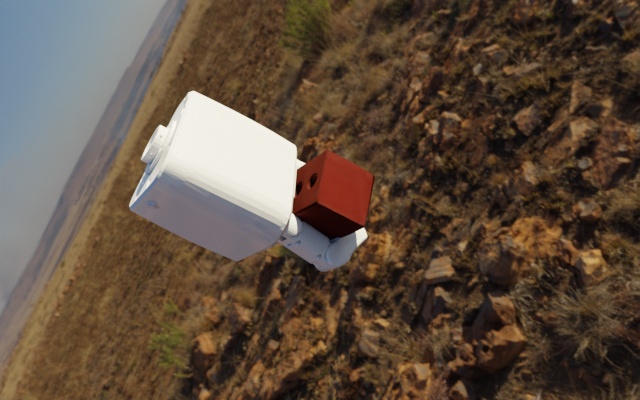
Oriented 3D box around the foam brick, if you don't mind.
[{"bbox_3d":[0.000,0.001,0.416,0.051,0.053,0.078,29,-33,-25],"label":"foam brick"}]
